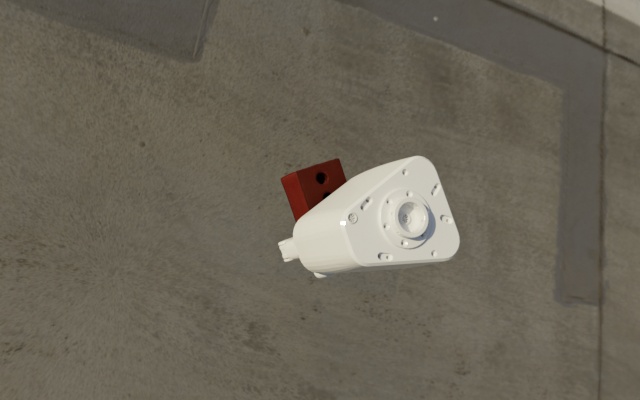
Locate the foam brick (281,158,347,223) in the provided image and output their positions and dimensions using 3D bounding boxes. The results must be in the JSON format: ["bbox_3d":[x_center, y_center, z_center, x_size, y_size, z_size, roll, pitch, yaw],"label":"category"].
[{"bbox_3d":[0.000,0.001,0.505,0.053,0.078,0.051,-19,-1,-23],"label":"foam brick"}]
